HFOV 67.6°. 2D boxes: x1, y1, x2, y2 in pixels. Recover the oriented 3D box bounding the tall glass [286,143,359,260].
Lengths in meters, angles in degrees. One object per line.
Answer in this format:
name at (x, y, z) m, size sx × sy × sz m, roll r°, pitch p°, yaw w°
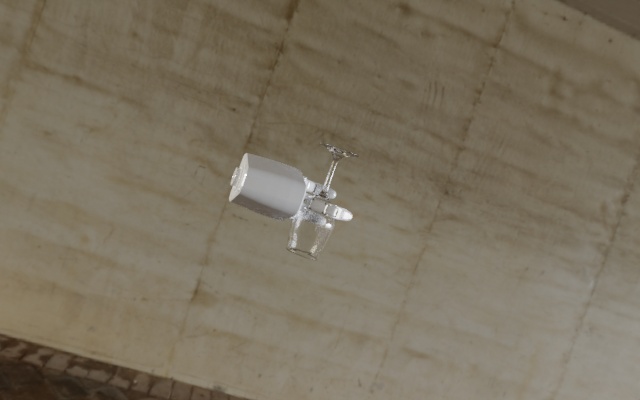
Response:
tall glass at (0.001, 0.002, 0.858) m, size 0.079 × 0.201 × 0.079 m, roll 19°, pitch 1°, yaw 0°
